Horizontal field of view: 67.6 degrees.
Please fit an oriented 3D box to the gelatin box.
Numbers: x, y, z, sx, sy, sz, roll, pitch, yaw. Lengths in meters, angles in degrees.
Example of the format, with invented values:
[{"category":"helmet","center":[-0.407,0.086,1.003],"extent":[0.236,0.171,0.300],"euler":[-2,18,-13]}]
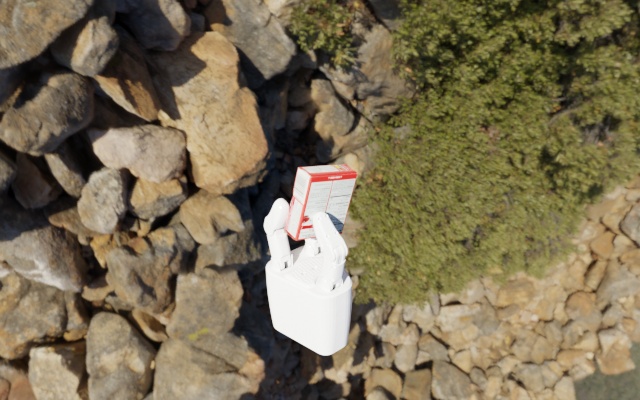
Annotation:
[{"category":"gelatin box","center":[0.000,0.002,0.582],"extent":[0.073,0.089,0.030],"euler":[-7,32,-37]}]
